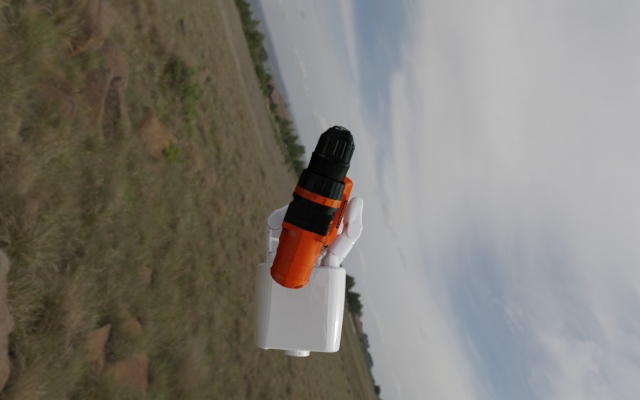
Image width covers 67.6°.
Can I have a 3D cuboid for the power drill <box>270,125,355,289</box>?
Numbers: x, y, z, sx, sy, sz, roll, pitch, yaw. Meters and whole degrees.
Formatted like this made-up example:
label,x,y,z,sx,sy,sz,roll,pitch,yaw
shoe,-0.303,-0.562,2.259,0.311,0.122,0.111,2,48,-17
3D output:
label,x,y,z,sx,sy,sz,roll,pitch,yaw
power drill,0.000,0.002,0.585,0.057,0.184,0.187,23,7,6
